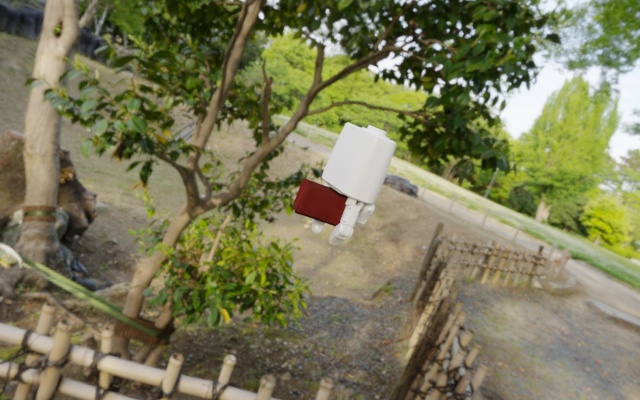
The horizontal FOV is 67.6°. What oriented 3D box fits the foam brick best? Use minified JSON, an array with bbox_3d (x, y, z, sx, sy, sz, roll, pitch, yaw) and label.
[{"bbox_3d":[0.000,0.003,0.791,0.078,0.051,0.053,19,13,-14],"label":"foam brick"}]
